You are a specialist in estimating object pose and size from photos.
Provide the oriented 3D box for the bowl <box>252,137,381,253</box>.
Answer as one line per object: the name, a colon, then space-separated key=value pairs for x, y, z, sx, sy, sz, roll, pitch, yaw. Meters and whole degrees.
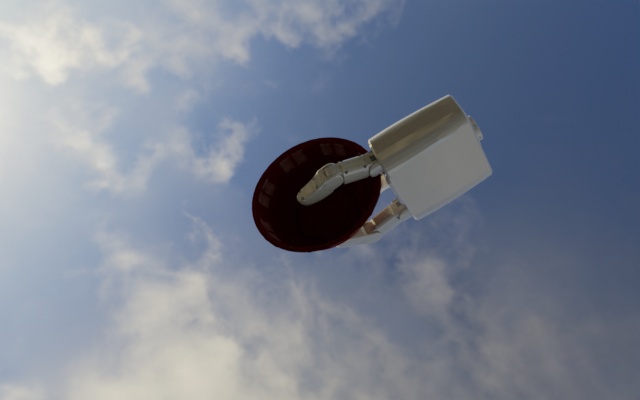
bowl: x=-0.001 y=0.002 z=0.585 sx=0.162 sy=0.162 sz=0.055 roll=0 pitch=-32 yaw=21
